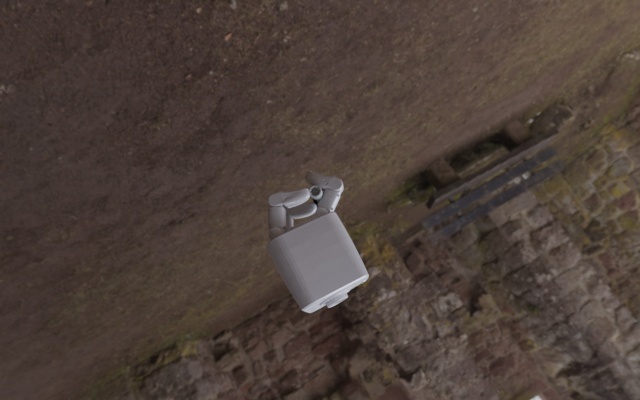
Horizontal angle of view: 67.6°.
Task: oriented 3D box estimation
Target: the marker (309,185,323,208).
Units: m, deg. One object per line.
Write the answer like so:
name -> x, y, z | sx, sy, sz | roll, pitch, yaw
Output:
marker -> 0.000, 0.002, 0.742 | 0.020, 0.020, 0.121 | 0, -15, 8
